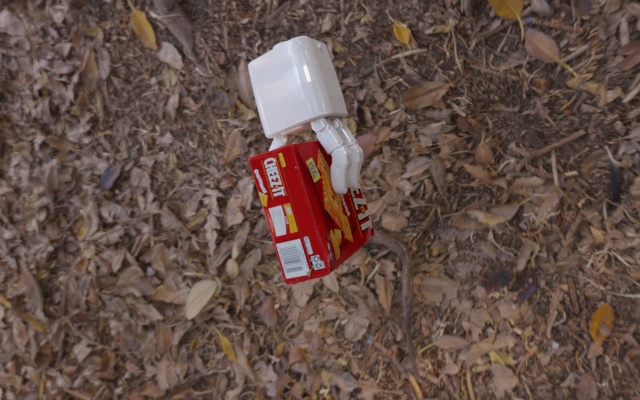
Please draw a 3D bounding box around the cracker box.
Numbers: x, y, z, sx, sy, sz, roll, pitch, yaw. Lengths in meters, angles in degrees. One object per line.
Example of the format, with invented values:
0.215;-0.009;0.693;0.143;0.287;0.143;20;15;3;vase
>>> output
0.000;0.002;0.661;0.072;0.164;0.213;-15;3;23;cracker box
